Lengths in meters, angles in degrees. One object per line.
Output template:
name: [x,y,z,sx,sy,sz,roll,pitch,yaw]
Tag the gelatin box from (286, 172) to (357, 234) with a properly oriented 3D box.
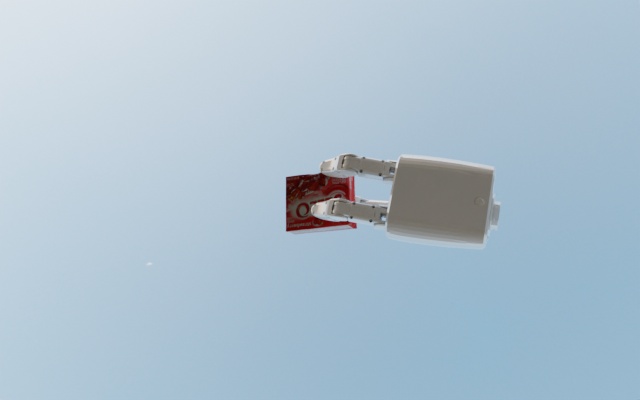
gelatin box: [0.000,0.002,0.605,0.089,0.073,0.030,-7,-15,21]
